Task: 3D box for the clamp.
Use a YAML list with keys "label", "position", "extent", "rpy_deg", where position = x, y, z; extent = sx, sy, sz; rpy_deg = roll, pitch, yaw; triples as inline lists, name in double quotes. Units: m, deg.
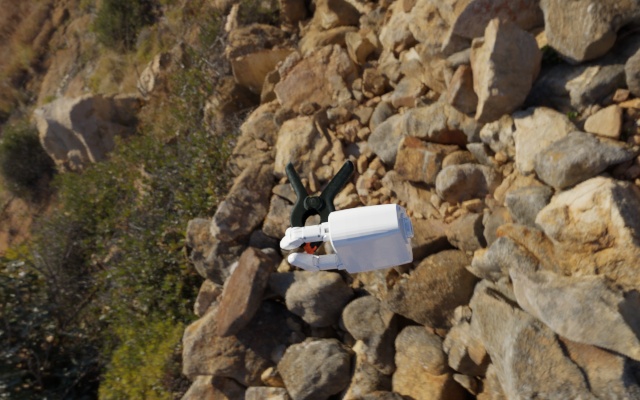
- label: "clamp"
  position: [0.000, 0.003, 0.795]
  extent: [0.120, 0.171, 0.039]
  rpy_deg: [-10, -24, 16]
